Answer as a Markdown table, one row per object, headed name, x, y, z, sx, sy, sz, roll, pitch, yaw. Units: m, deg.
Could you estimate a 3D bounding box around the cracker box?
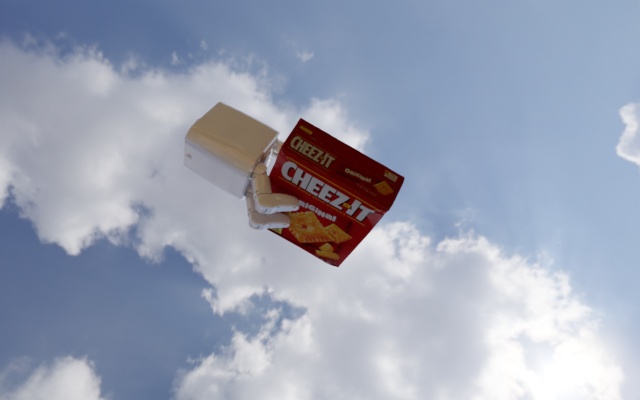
| name | x | y | z | sx | sy | sz | roll | pitch | yaw |
| --- | --- | --- | --- | --- | --- | --- | --- | --- | --- |
| cracker box | 0.000 | 0.002 | 0.707 | 0.164 | 0.072 | 0.214 | 29 | -33 | -1 |
